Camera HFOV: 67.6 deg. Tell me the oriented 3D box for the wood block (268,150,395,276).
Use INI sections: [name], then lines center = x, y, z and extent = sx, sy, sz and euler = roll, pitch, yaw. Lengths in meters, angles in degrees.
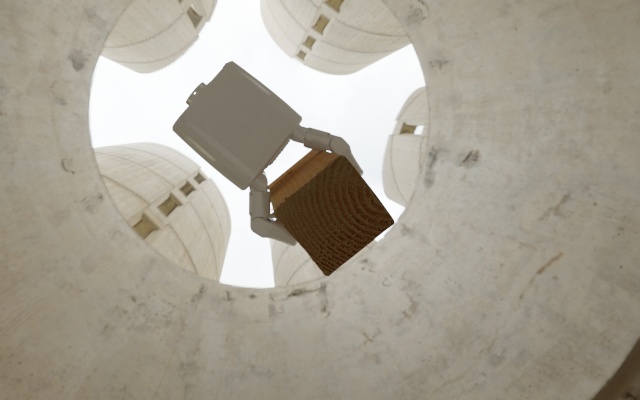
[wood block]
center = 0.000, 0.001, 0.565
extent = 0.091, 0.090, 0.206
euler = -39, 12, -1
